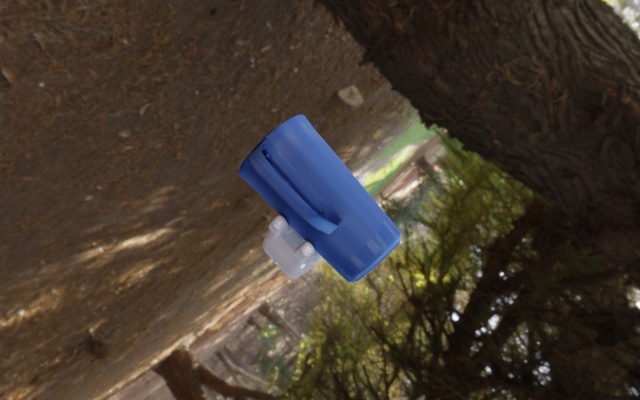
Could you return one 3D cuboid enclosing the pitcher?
[{"bbox_3d":[0.000,0.002,0.704,0.149,0.243,0.145,-39,-6,-31],"label":"pitcher"}]
